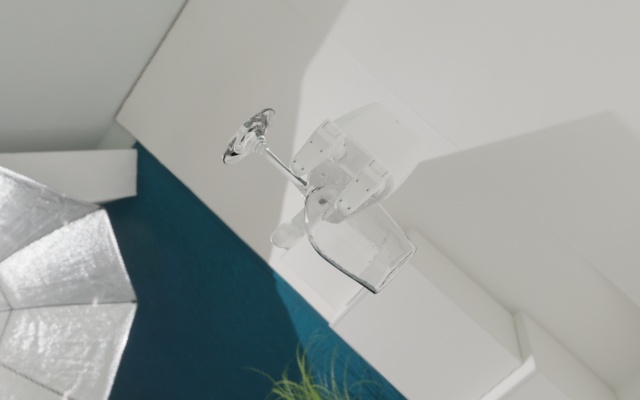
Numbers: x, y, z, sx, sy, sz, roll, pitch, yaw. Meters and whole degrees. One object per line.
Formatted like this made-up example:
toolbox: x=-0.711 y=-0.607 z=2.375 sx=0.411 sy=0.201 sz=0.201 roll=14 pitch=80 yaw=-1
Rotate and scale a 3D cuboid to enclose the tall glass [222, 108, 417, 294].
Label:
tall glass: x=-0.001 y=0.001 z=0.474 sx=0.201 sy=0.079 sz=0.079 roll=43 pitch=6 yaw=7
